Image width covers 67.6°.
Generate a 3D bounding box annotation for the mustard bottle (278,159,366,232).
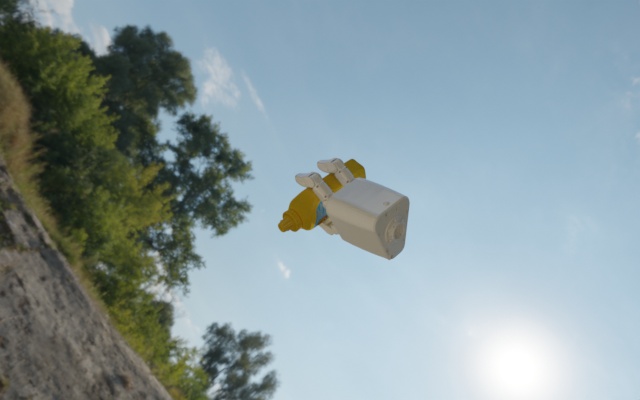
[{"bbox_3d":[0.000,0.003,0.874,0.191,0.096,0.058,-34,64,-31],"label":"mustard bottle"}]
